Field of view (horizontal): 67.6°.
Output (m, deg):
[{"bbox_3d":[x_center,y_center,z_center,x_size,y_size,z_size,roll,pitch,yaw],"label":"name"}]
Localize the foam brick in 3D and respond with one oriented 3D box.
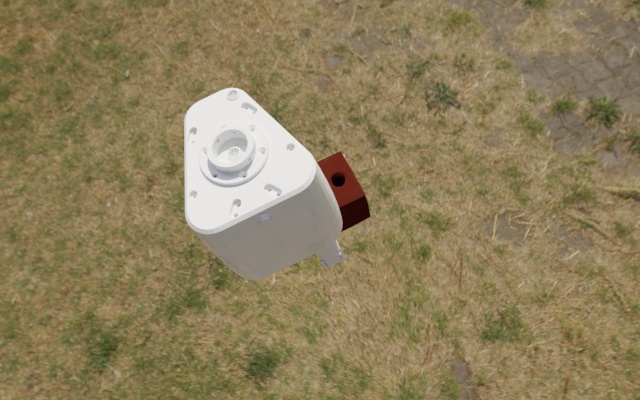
[{"bbox_3d":[0.000,0.001,0.441,0.078,0.053,0.051,-26,-27,-2],"label":"foam brick"}]
